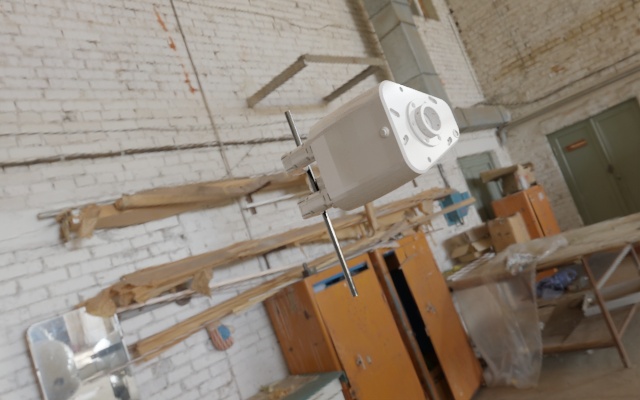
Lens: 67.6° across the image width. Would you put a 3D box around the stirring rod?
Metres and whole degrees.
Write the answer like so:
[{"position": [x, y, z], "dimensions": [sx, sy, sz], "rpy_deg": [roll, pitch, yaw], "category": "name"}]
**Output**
[{"position": [0.000, 0.002, 0.583], "dimensions": [0.011, 0.239, 0.011], "rpy_deg": [-20, -6, -2], "category": "stirring rod"}]
